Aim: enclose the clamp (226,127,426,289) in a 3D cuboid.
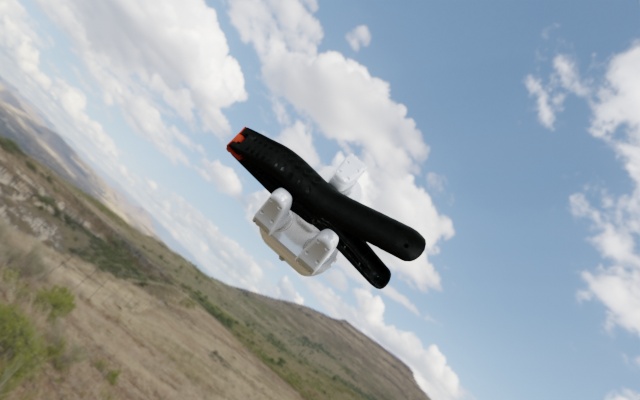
[{"bbox_3d":[0.000,0.001,0.434,0.210,0.036,0.164,41,-17,3],"label":"clamp"}]
